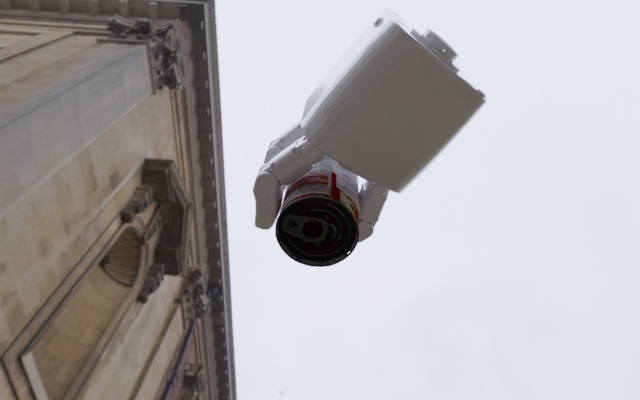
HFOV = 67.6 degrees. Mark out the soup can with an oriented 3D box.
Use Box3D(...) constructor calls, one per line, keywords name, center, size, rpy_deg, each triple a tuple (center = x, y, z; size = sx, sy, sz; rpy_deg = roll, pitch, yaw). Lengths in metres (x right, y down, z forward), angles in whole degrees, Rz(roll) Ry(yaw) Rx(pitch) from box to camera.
Box3D(name="soup can", center=(0.000, 0.002, 0.426), size=(0.068, 0.068, 0.102), rpy_deg=(0, 30, 4))
